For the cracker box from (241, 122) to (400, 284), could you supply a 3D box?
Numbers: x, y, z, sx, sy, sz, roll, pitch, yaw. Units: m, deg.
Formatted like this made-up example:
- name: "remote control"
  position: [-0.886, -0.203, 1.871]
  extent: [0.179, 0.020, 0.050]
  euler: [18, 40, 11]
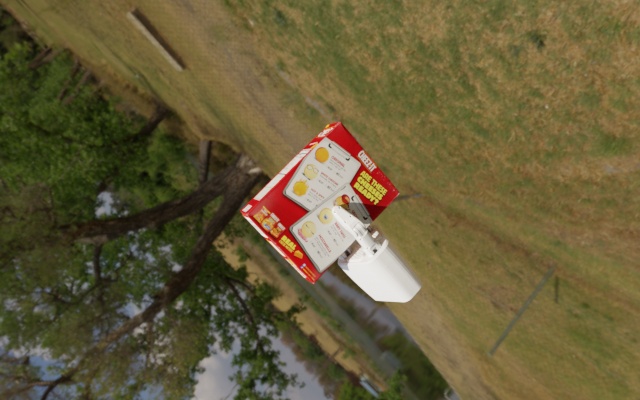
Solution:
- name: "cracker box"
  position: [0.000, 0.003, 0.795]
  extent: [0.213, 0.164, 0.072]
  euler: [-46, 18, -11]
